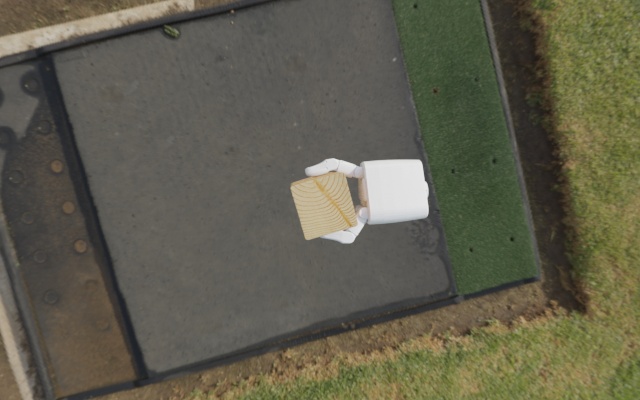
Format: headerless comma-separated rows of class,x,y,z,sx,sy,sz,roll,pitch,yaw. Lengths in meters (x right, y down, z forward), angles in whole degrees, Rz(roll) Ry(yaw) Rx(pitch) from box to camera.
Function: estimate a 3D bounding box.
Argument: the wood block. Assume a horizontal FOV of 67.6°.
wood block,0.000,0.002,0.850,0.090,0.091,0.206,-15,4,-3
